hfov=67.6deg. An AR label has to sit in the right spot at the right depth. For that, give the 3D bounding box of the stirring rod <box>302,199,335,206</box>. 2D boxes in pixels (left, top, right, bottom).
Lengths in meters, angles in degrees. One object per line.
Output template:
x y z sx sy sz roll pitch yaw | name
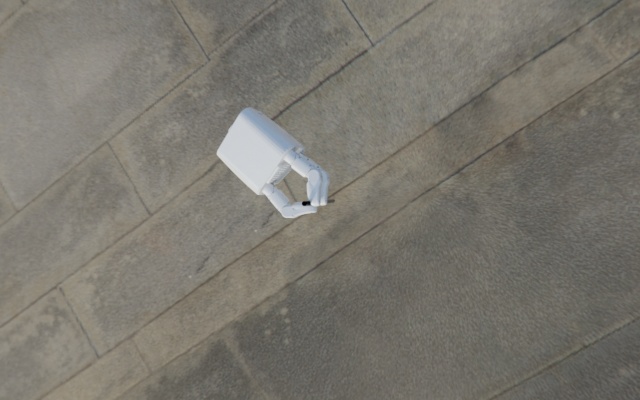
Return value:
0.000 0.003 0.860 0.011 0.011 0.239 0 1 12 | stirring rod
